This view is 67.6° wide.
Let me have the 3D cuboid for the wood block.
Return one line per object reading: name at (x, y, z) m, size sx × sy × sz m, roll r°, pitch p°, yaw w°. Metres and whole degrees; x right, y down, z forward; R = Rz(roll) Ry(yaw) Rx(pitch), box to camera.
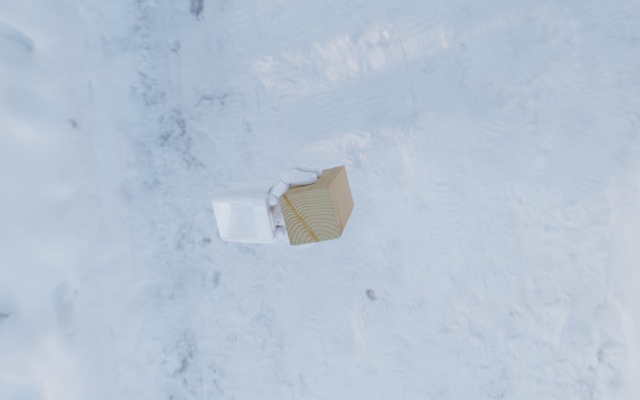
wood block at (0.000, 0.003, 0.881) m, size 0.090 × 0.091 × 0.206 m, roll -11°, pitch 12°, yaw 13°
